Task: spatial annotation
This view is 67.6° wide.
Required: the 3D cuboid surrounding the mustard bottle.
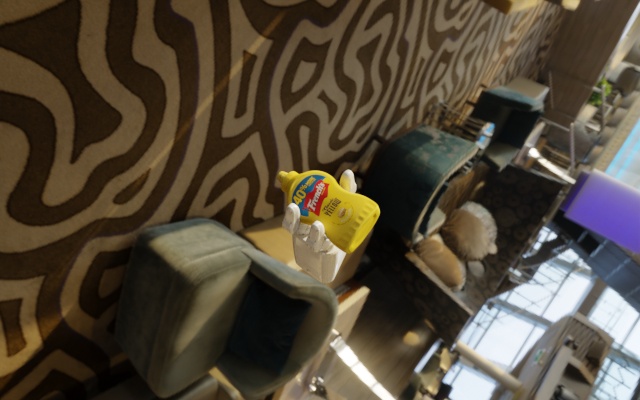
[{"bbox_3d":[0.000,0.003,0.826,0.191,0.096,0.058,33,-9,24],"label":"mustard bottle"}]
